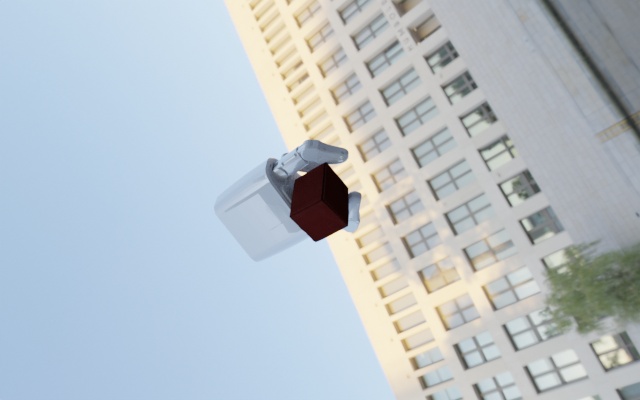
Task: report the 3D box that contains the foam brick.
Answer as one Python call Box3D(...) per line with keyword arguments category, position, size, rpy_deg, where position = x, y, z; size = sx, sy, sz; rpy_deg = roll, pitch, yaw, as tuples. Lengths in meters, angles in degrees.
Box3D(category="foam brick", position=(0.000, 0.002, 0.592), size=(0.051, 0.053, 0.078), rpy_deg=(-29, 31, 24))
